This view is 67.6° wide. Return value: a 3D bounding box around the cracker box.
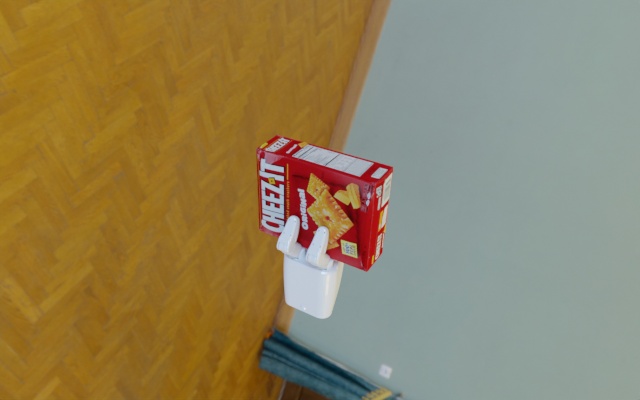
[{"bbox_3d":[0.000,0.003,0.775,0.213,0.164,0.072,18,34,24],"label":"cracker box"}]
